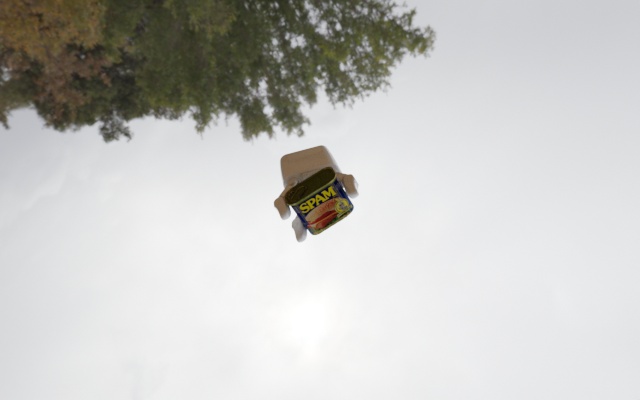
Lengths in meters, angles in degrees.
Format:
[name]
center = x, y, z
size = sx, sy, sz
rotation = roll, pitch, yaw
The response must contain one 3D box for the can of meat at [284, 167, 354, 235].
[can of meat]
center = 0.000, 0.003, 0.863
size = 0.102, 0.084, 0.057
rotation = -32, 31, 3
